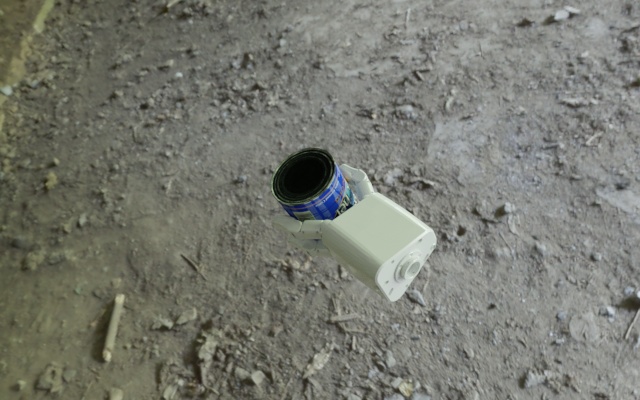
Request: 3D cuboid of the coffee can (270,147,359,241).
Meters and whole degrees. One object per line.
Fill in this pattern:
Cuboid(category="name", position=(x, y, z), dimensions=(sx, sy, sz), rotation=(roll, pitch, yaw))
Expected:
Cuboid(category="coffee can", position=(0.000, 0.002, 0.731), dimensions=(0.103, 0.102, 0.140), rotation=(0, -34, 27))
